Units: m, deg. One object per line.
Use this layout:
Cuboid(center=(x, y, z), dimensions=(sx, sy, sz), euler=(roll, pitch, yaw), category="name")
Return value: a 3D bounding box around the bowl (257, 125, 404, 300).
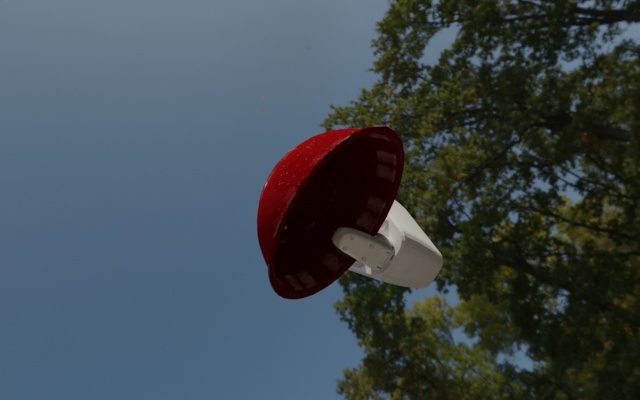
Cuboid(center=(-0.001, 0.001, 0.399), dimensions=(0.055, 0.162, 0.162), euler=(34, 18, 29), category="bowl")
